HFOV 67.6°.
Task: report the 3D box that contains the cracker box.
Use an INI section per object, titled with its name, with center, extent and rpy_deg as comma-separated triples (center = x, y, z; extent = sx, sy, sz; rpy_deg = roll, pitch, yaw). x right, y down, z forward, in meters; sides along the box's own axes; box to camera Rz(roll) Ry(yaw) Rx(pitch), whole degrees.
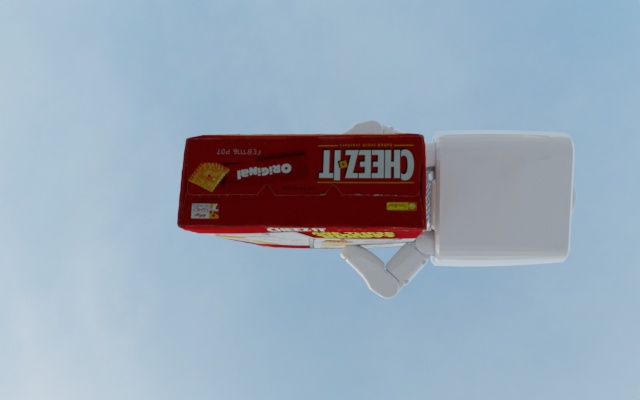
[cracker box]
center = 0.000, 0.002, 0.411
extent = 0.164, 0.072, 0.214
rpy_deg = 0, -9, 8
